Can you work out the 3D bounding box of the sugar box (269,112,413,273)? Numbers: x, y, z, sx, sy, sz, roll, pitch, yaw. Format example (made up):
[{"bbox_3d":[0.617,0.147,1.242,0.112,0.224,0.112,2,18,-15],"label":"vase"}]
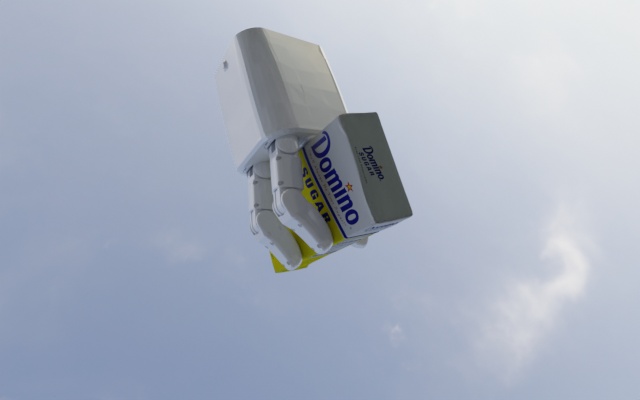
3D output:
[{"bbox_3d":[0.000,0.001,0.435,0.048,0.093,0.176,-10,-15,-32],"label":"sugar box"}]
